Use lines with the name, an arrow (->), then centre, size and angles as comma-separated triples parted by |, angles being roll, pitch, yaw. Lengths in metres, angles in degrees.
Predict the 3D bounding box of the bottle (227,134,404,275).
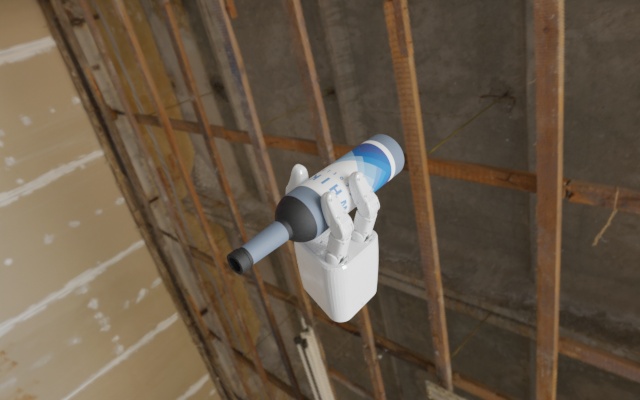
bottle -> 0.000, 0.002, 0.618 | 0.069, 0.069, 0.295 | 0, 28, 48
